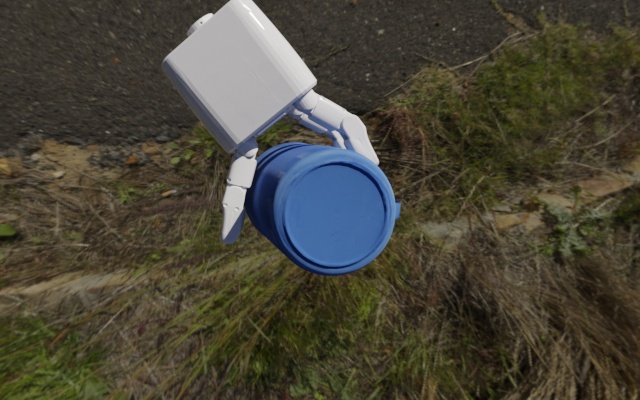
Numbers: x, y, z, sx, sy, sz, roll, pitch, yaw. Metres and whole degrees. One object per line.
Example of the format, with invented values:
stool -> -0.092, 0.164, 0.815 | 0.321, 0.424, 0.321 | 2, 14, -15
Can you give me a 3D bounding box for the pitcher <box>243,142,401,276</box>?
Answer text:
pitcher -> 0.000, 0.002, 0.508 | 0.149, 0.145, 0.243 | -38, 11, -6
